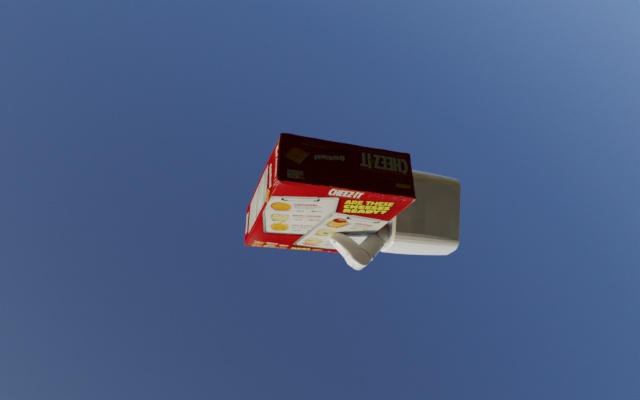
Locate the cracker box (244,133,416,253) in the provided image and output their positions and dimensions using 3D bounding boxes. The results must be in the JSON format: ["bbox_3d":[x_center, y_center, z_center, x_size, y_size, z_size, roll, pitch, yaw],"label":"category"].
[{"bbox_3d":[0.000,0.002,0.625,0.164,0.072,0.214,7,-26,-17],"label":"cracker box"}]
